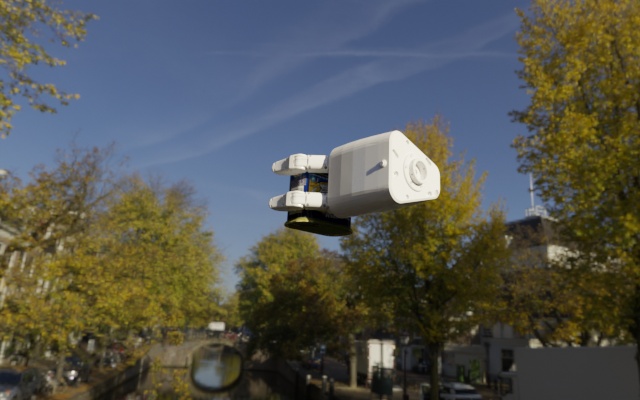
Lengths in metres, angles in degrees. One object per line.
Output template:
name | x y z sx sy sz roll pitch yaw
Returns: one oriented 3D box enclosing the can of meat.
can of meat | 0.000 0.002 0.700 0.102 0.084 0.057 15 -19 -37
